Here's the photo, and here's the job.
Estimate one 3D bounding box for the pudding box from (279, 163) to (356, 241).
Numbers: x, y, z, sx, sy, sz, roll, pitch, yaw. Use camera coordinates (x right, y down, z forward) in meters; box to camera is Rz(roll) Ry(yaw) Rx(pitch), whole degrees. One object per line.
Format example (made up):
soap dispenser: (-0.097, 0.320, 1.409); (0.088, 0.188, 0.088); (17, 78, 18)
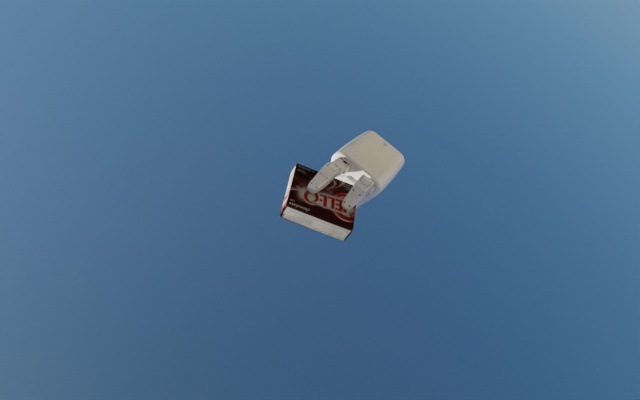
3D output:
pudding box: (0.000, 0.002, 0.746); (0.113, 0.090, 0.039); (19, -42, -10)
